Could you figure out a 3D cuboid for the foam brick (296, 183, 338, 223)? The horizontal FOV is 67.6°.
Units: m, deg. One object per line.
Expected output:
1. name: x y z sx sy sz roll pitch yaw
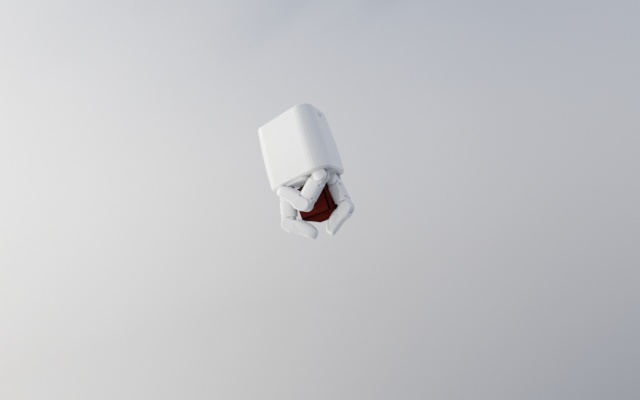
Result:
1. foam brick: 0.000 0.003 0.772 0.053 0.051 0.078 -22 -12 18
